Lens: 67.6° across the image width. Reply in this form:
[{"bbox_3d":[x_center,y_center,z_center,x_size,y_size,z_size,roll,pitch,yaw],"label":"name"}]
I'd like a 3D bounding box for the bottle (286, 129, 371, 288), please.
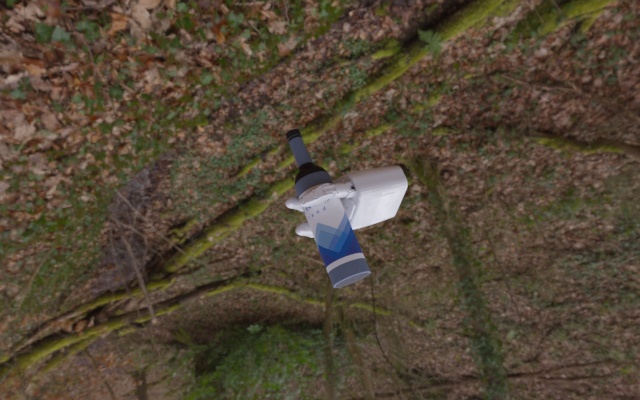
[{"bbox_3d":[0.000,0.003,0.836,0.069,0.295,0.069,-20,-20,-7],"label":"bottle"}]
